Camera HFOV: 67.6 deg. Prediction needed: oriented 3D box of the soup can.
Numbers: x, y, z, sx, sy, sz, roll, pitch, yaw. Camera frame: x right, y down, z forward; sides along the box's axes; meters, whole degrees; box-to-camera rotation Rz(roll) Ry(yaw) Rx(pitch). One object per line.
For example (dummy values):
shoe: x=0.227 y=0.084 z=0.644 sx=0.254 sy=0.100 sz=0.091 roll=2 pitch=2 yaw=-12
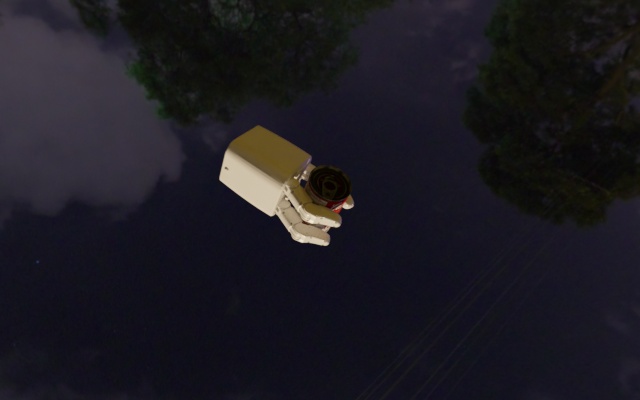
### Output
soup can: x=0.001 y=0.003 z=0.750 sx=0.068 sy=0.068 sz=0.102 roll=0 pitch=-36 yaw=-22
